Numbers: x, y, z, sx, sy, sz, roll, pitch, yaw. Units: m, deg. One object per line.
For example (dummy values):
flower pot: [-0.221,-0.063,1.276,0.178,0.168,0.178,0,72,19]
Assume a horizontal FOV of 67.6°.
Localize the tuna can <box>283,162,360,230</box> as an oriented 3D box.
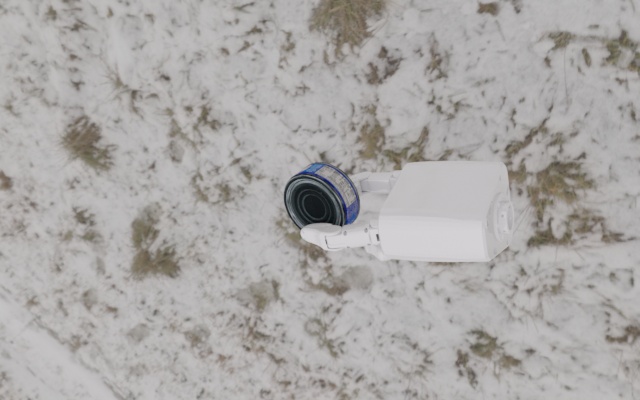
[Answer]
tuna can: [0.000,0.002,0.544,0.086,0.086,0.033,0,26,38]
